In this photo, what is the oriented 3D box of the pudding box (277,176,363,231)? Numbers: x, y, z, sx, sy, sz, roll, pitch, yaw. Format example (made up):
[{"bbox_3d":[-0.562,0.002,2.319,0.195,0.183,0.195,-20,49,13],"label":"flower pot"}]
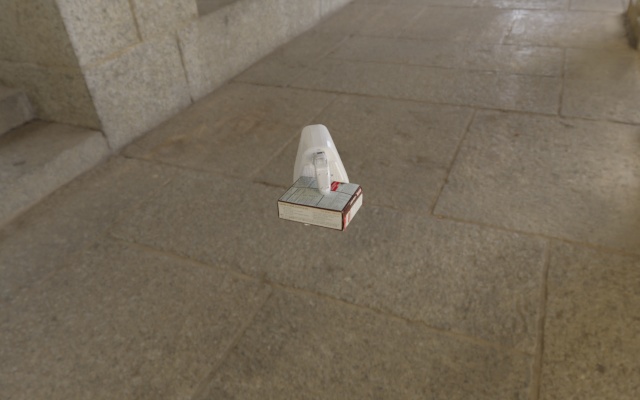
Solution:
[{"bbox_3d":[0.000,0.002,0.756,0.113,0.039,0.090,8,33,22],"label":"pudding box"}]
